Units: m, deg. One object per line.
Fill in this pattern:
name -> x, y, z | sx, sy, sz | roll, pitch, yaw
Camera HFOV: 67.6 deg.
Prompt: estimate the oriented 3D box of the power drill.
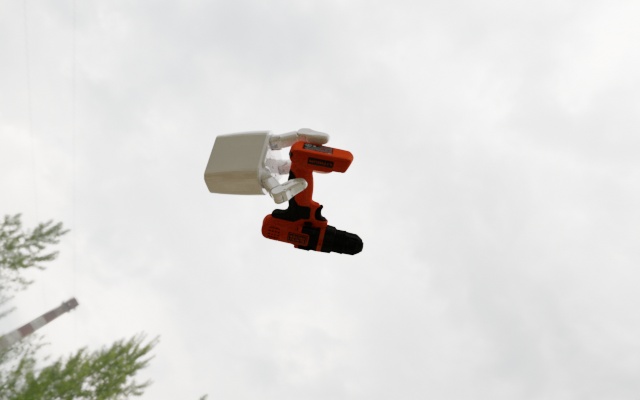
power drill -> 0.000, 0.002, 0.817 | 0.184, 0.188, 0.057 | 12, 22, -3
